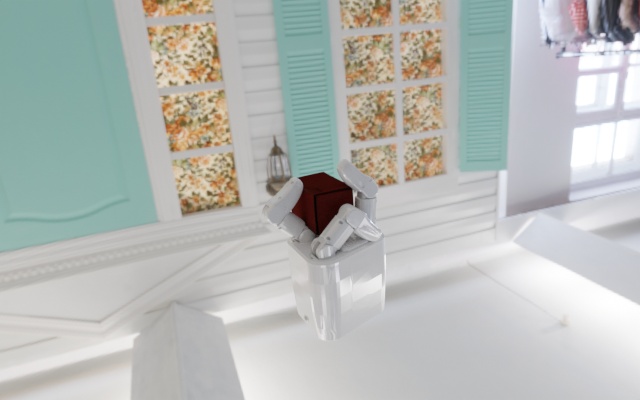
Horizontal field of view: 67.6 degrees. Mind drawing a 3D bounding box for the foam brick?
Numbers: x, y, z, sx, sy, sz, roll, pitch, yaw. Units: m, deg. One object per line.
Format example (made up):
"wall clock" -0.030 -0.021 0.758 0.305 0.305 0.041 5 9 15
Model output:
"foam brick" 0.000 0.002 0.584 0.053 0.051 0.078 -13 21 -22
